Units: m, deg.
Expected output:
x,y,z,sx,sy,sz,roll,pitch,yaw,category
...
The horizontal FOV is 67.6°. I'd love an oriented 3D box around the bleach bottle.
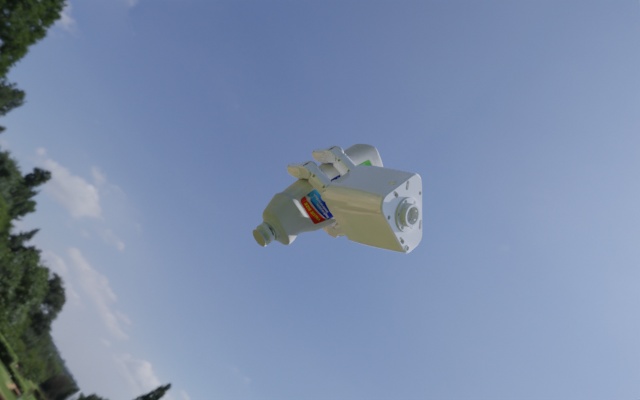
x,y,z,sx,sy,sz,roll,pitch,yaw,category
0.000,0.002,0.756,0.250,0.103,0.068,-34,30,-33,bleach bottle
